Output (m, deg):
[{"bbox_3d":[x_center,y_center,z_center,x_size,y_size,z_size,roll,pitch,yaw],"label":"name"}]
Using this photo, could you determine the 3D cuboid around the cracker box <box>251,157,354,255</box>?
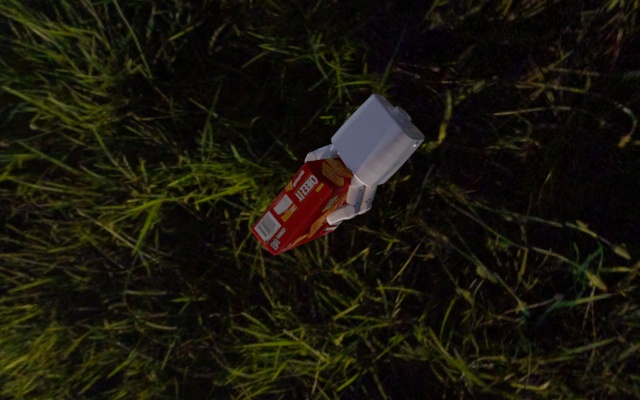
[{"bbox_3d":[0.000,0.003,0.846,0.164,0.072,0.213,-49,-16,24],"label":"cracker box"}]
